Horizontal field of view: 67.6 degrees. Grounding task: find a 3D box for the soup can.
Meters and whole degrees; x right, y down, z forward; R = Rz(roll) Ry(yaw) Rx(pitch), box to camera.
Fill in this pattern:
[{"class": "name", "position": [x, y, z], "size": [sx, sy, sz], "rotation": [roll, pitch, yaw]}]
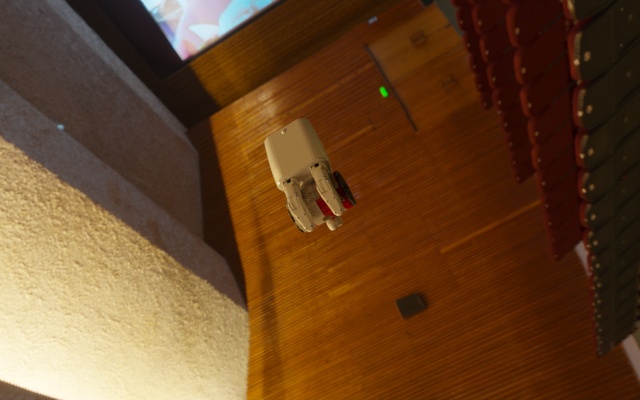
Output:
[{"class": "soup can", "position": [0.000, 0.003, 0.808], "size": [0.102, 0.068, 0.068], "rotation": [-29, -5, 10]}]
